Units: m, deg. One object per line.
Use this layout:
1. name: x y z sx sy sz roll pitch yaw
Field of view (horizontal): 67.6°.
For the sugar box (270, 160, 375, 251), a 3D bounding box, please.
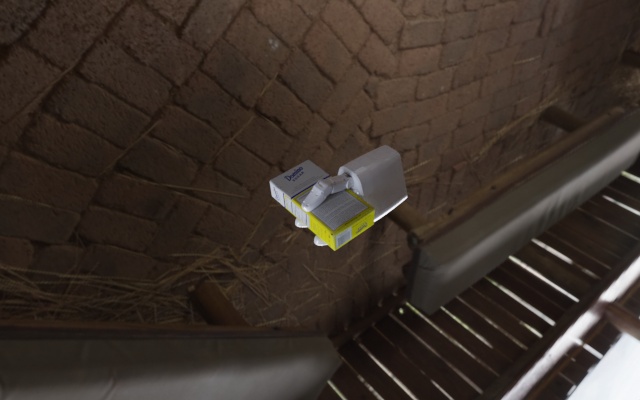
1. sugar box: 0.000 0.003 0.829 0.093 0.048 0.176 -31 48 -26
